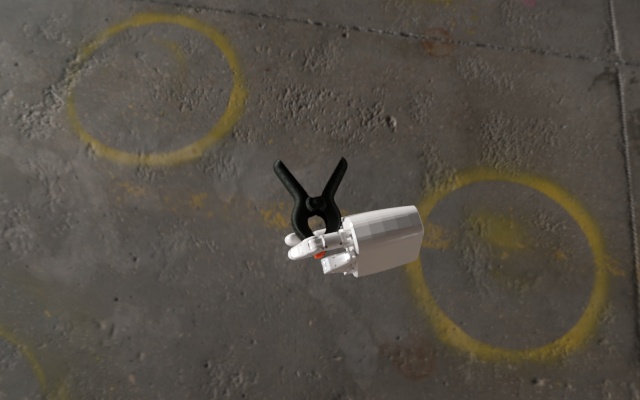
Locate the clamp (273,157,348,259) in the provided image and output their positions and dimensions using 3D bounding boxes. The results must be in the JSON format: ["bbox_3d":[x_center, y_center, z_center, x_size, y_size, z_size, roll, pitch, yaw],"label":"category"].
[{"bbox_3d":[0.000,0.002,0.753,0.120,0.171,0.039,-13,-18,-6],"label":"clamp"}]
